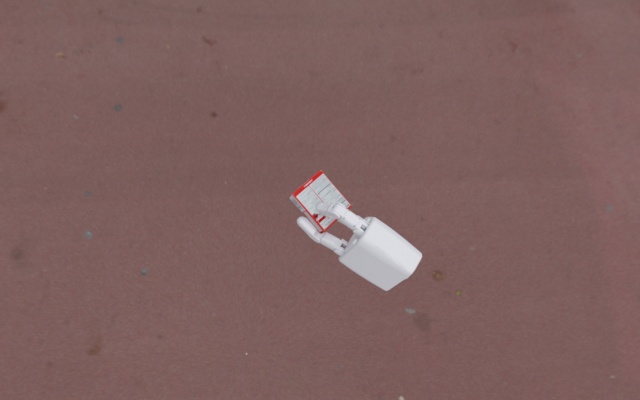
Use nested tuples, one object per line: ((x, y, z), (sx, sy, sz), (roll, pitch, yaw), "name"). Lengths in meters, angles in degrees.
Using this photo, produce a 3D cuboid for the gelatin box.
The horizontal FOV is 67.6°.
((0.000, 0.002, 0.856), (0.073, 0.089, 0.030), (-42, 2, -20), "gelatin box")
